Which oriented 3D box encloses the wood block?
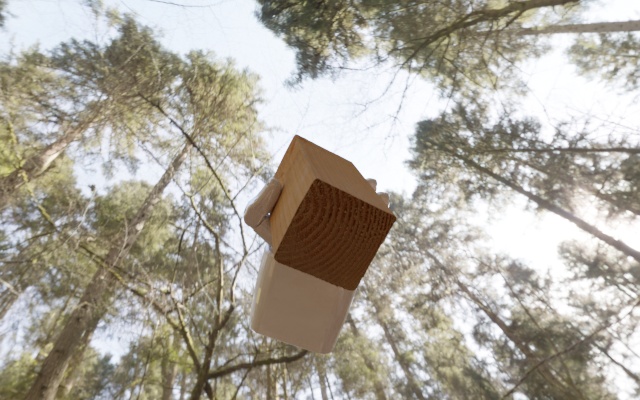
[{"bbox_3d":[0.000,0.002,0.539,0.091,0.090,0.206,24,14,-16],"label":"wood block"}]
